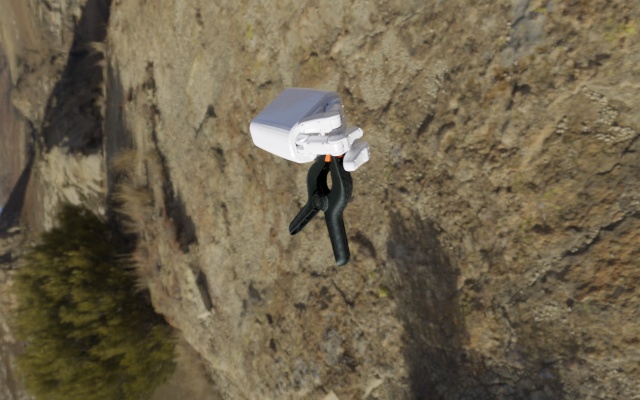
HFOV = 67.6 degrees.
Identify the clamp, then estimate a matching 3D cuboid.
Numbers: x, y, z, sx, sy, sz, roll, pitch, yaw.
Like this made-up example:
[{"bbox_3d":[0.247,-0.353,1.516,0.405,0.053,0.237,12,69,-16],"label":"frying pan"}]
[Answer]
[{"bbox_3d":[0.000,0.002,0.709,0.120,0.171,0.039,16,19,34],"label":"clamp"}]
